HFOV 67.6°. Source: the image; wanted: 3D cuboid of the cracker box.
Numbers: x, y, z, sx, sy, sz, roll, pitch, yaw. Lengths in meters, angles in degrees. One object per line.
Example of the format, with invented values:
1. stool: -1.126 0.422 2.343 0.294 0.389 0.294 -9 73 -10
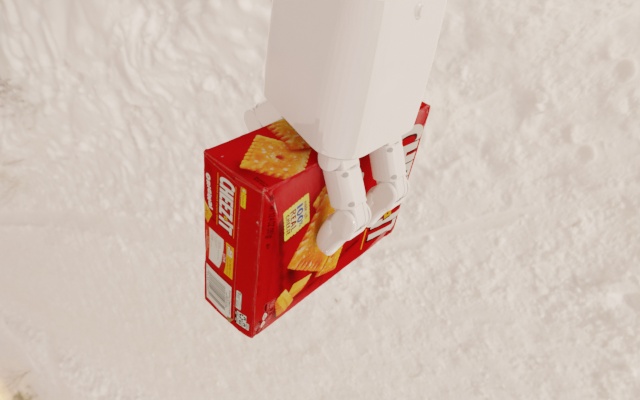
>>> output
1. cracker box: 0.000 0.001 0.429 0.072 0.164 0.213 34 44 27
